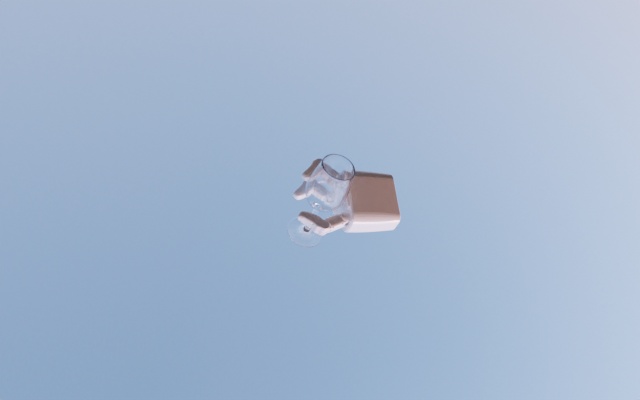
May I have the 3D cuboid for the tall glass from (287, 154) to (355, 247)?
[{"bbox_3d":[0.000,0.003,0.892,0.079,0.079,0.201,0,-38,-23],"label":"tall glass"}]
